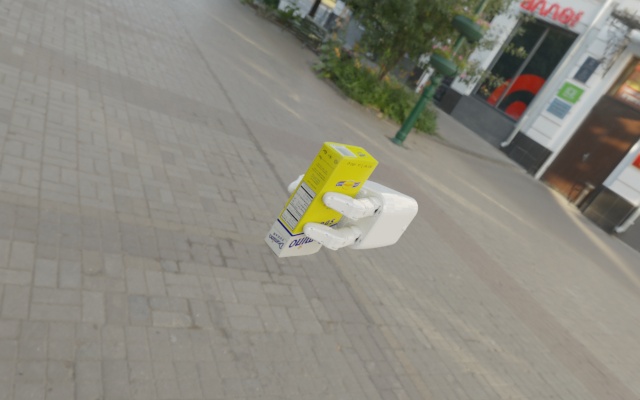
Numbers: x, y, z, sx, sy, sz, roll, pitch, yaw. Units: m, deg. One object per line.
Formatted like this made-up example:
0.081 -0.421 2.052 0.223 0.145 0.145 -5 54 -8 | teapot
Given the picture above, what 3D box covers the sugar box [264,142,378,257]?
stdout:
0.001 0.002 0.682 0.048 0.176 0.093 43 25 30 | sugar box
